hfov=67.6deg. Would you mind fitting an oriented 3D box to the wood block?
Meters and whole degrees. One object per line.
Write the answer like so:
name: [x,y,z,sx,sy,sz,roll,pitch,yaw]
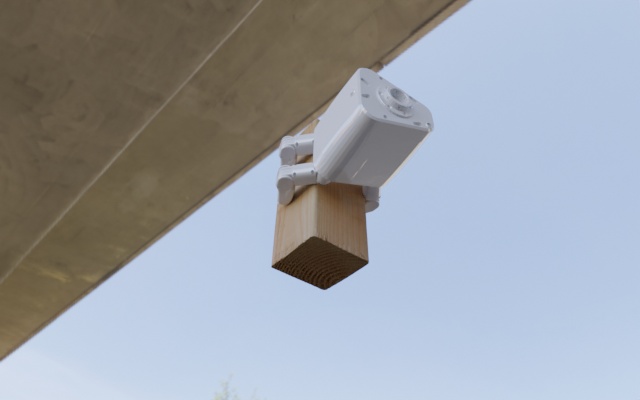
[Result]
wood block: [0.001,0.002,0.649,0.091,0.206,0.090,28,-48,-28]
